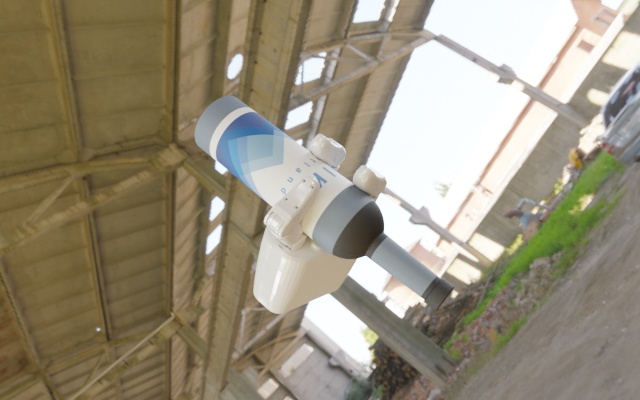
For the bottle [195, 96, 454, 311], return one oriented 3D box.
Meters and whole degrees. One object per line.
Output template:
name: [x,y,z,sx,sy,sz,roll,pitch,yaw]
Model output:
bottle: [0.000,0.001,0.468,0.295,0.069,0.069,38,14,19]
